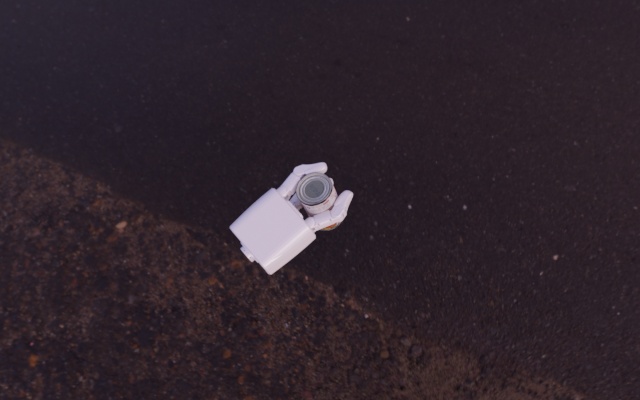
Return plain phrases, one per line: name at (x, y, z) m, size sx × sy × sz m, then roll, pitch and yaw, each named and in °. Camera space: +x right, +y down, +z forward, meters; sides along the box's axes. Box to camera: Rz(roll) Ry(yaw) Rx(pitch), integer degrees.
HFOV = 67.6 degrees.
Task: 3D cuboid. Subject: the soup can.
soup can at (0.001, 0.002, 0.870) m, size 0.068 × 0.068 × 0.102 m, roll 0°, pitch -29°, yaw 16°
